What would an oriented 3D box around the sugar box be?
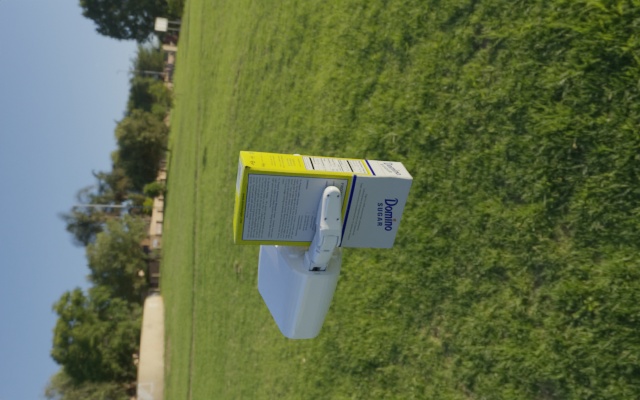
[{"bbox_3d":[0.000,0.001,0.507,0.176,0.093,0.048,2,31,-16],"label":"sugar box"}]
